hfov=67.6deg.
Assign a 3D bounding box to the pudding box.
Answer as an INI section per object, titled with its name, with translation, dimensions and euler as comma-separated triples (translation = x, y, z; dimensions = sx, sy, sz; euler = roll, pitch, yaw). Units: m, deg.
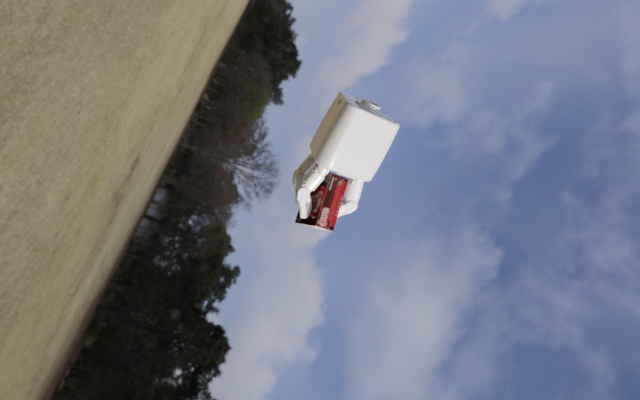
[pudding box]
translation = 0.000, 0.003, 0.807
dimensions = 0.039, 0.090, 0.113
euler = 20, -7, -17
